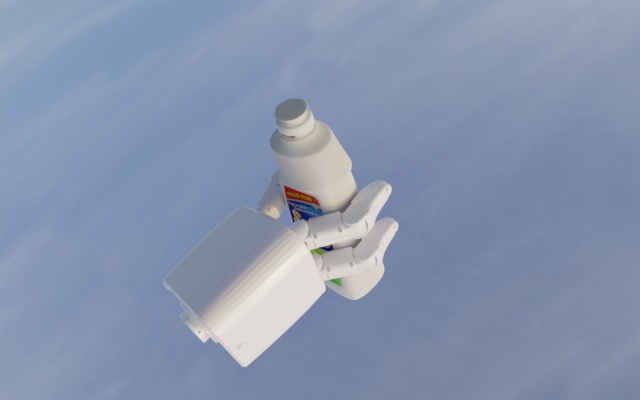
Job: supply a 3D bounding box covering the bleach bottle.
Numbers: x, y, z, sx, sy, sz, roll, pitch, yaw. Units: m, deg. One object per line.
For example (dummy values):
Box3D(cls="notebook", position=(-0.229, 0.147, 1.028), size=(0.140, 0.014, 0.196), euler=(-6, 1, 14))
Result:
Box3D(cls="bleach bottle", position=(0.000, 0.002, 0.483), size=(0.102, 0.068, 0.251), euler=(33, -23, 36))
